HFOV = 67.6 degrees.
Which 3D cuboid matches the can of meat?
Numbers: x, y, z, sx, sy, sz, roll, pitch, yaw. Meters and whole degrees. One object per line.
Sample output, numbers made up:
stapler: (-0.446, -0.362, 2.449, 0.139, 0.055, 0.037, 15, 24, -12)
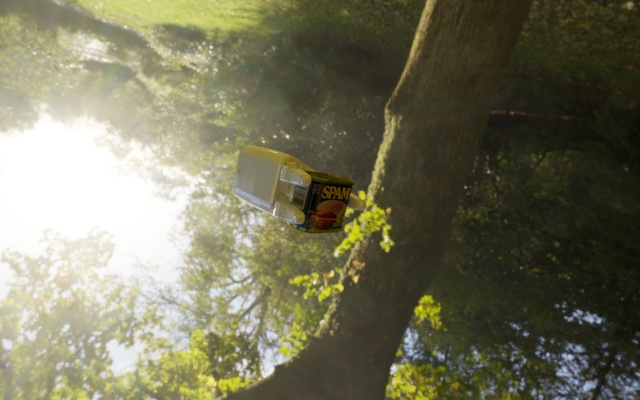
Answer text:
can of meat: (0.000, 0.003, 0.731, 0.057, 0.084, 0.102, 21, 11, 36)
